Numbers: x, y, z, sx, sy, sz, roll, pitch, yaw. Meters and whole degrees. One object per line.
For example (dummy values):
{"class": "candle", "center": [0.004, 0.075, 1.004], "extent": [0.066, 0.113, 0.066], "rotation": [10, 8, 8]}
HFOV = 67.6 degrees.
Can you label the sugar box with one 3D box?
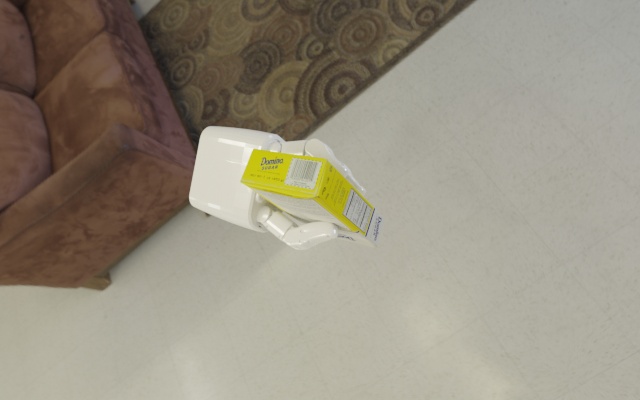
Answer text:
{"class": "sugar box", "center": [0.000, 0.001, 0.535], "extent": [0.093, 0.048, 0.176], "rotation": [12, -12, 30]}
